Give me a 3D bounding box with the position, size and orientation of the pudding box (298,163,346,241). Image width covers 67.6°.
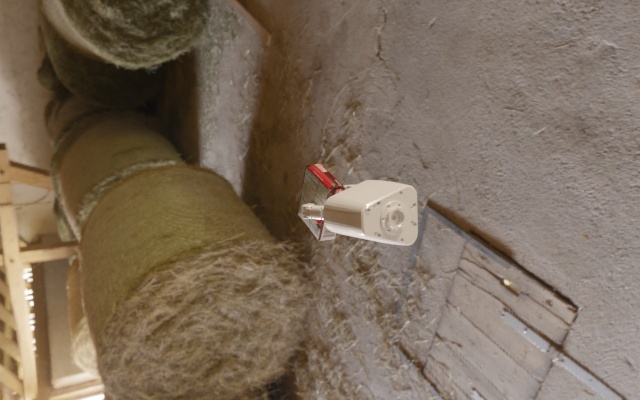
[{"bbox_3d":[0.000,0.003,0.860,0.039,0.114,0.090,-7,35,-29],"label":"pudding box"}]
